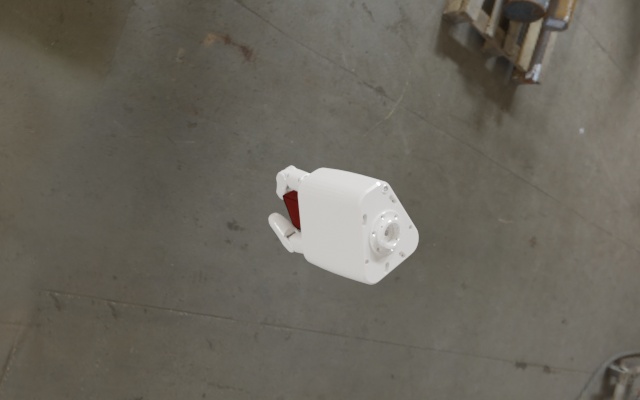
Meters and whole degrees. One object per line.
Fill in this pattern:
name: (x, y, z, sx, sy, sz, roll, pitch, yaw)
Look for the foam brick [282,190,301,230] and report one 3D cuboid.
foam brick: (0.000, 0.002, 0.629, 0.078, 0.053, 0.051, -34, 30, -28)
